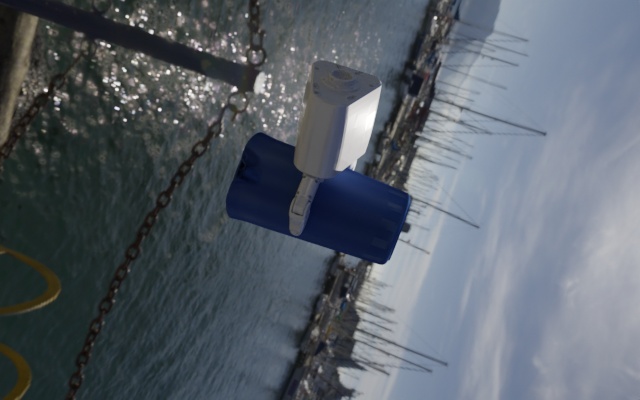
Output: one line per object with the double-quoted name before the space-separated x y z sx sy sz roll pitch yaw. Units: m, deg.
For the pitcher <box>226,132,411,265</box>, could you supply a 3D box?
"pitcher" 0.000 0.002 0.694 0.243 0.145 0.149 20 41 8
